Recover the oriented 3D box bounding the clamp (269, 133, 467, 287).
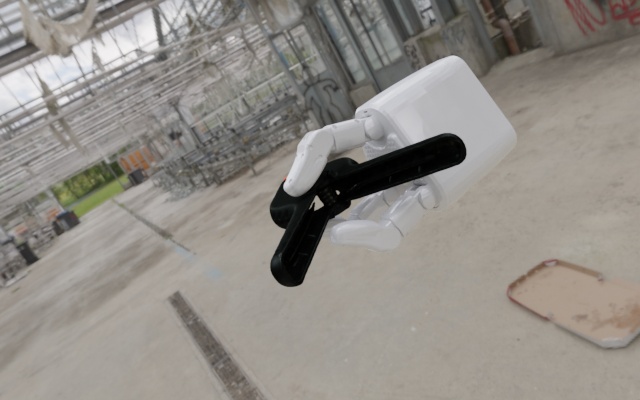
[{"bbox_3d":[0.000,0.000,0.405,0.164,0.036,0.210,-37,16,-20],"label":"clamp"}]
